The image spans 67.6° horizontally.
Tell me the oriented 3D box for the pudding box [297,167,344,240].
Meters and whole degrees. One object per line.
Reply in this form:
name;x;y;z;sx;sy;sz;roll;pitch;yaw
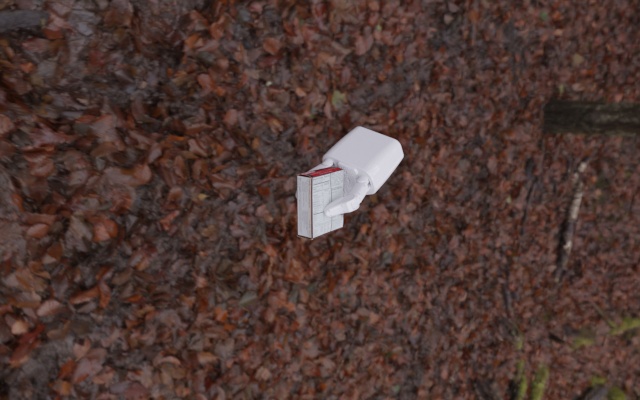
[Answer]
pudding box;0.000;0.003;0.829;0.039;0.113;0.090;11;18;39
